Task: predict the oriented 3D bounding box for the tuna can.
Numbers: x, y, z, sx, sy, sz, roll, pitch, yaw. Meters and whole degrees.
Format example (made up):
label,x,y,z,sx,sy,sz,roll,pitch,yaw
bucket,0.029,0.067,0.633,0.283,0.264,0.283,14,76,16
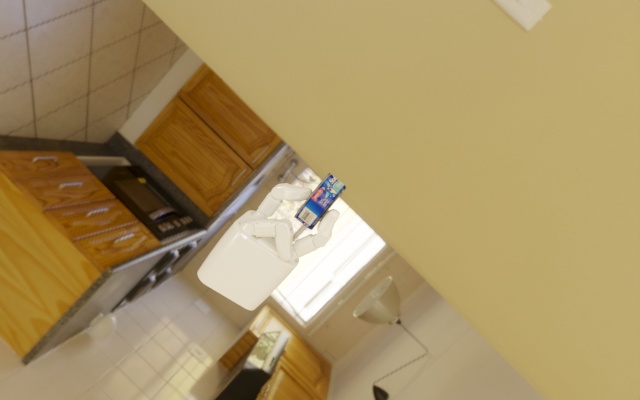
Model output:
label,x,y,z,sx,sy,sz,roll,pitch,yaw
tuna can,0.001,0.003,0.707,0.034,0.086,0.086,39,2,2
